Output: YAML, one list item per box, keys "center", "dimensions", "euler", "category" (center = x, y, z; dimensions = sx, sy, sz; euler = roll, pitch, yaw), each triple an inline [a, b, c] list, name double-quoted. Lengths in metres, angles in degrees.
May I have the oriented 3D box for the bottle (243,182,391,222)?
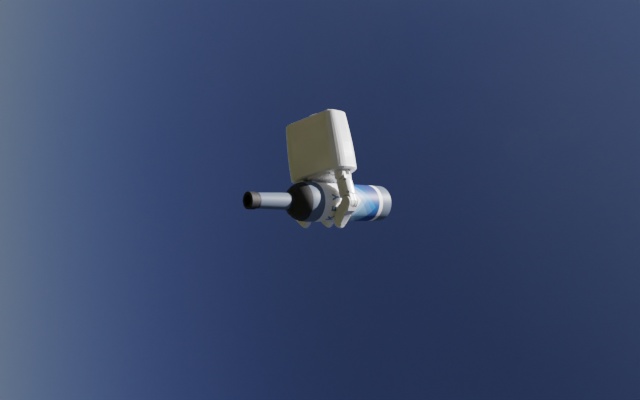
- center: [0.000, 0.003, 0.817]
  dimensions: [0.296, 0.069, 0.069]
  euler: [1, -1, -41]
  category: "bottle"
